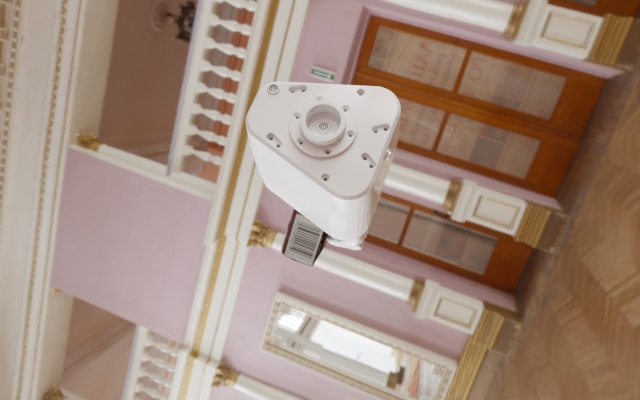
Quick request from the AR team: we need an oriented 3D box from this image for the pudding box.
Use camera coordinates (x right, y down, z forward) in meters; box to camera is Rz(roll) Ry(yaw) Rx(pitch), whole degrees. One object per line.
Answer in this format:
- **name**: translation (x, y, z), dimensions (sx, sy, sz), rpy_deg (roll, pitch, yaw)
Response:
- **pudding box**: translation (0.000, 0.002, 0.501), dimensions (0.039, 0.113, 0.090), rpy_deg (21, 12, 6)
